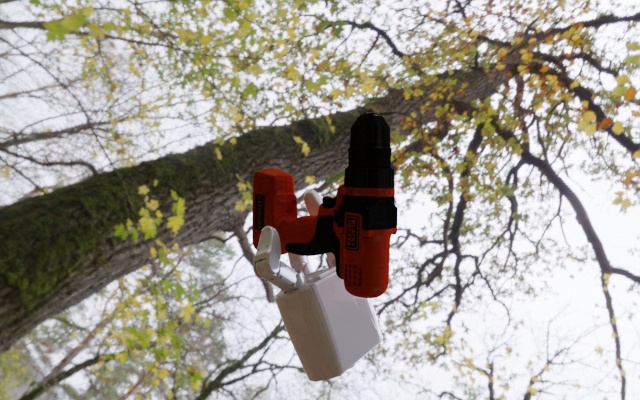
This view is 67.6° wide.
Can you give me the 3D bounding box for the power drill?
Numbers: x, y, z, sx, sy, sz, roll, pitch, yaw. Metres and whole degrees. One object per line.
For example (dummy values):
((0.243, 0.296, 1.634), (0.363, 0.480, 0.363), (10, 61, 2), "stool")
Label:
((0.000, 0.002, 0.524), (0.057, 0.184, 0.187), (1, 2, -43), "power drill")
